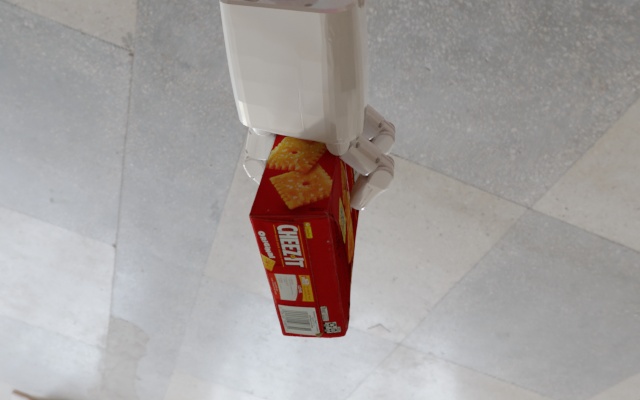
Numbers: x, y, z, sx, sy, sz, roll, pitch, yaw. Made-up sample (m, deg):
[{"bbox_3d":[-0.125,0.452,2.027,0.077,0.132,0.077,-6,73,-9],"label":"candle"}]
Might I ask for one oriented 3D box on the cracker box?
[{"bbox_3d":[0.000,0.002,0.478,0.072,0.164,0.213,0,41,10],"label":"cracker box"}]
